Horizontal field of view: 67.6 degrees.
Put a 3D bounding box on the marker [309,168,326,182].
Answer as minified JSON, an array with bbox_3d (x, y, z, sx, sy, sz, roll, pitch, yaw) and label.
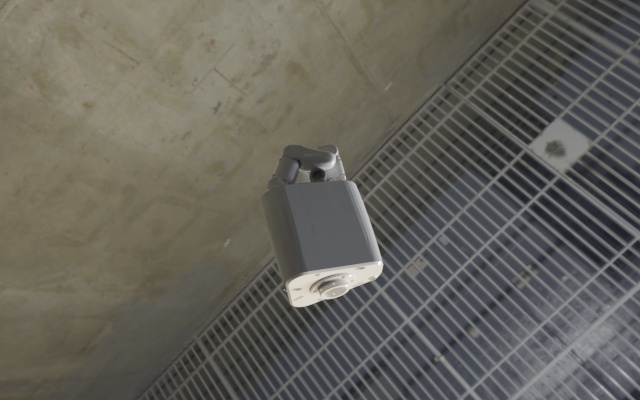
[{"bbox_3d":[0.000,0.002,0.584,0.020,0.020,0.121,0,-31,3],"label":"marker"}]
